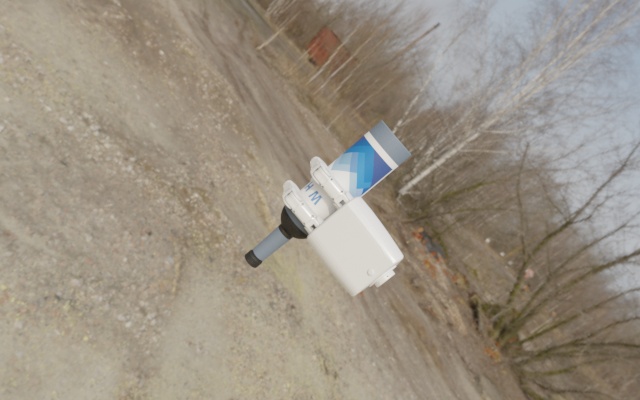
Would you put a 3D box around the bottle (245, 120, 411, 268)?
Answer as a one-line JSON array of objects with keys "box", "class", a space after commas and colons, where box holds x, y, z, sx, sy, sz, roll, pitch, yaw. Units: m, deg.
[{"box": [0.000, 0.002, 0.719, 0.296, 0.069, 0.069, -40, -10, 12], "class": "bottle"}]
